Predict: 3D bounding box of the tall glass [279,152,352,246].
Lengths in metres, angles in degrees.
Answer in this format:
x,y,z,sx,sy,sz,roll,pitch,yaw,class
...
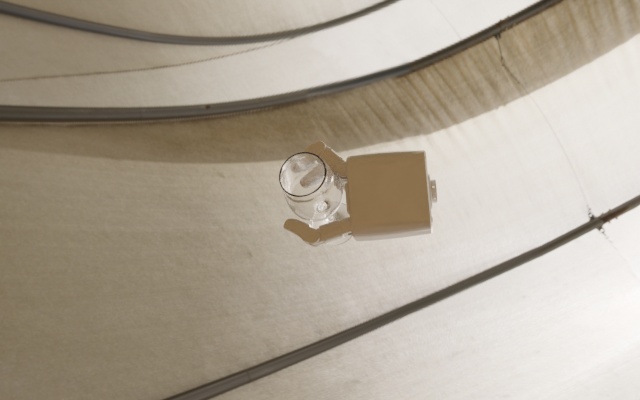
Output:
x,y,z,sx,sy,sz,roll,pitch,yaw,class
0.000,0.003,0.683,0.079,0.079,0.201,0,-21,15,tall glass
